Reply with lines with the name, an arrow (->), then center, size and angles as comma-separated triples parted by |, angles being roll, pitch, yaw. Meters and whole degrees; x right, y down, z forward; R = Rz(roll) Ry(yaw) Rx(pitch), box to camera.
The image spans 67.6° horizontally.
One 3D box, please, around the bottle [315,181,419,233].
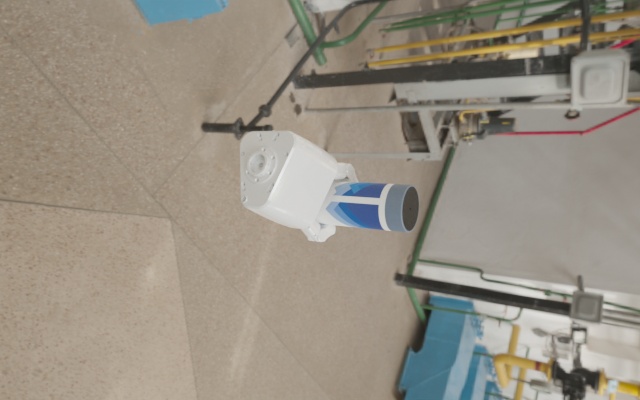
bottle -> 0.000, 0.002, 0.736 | 0.295, 0.069, 0.069 | 4, 2, 32
